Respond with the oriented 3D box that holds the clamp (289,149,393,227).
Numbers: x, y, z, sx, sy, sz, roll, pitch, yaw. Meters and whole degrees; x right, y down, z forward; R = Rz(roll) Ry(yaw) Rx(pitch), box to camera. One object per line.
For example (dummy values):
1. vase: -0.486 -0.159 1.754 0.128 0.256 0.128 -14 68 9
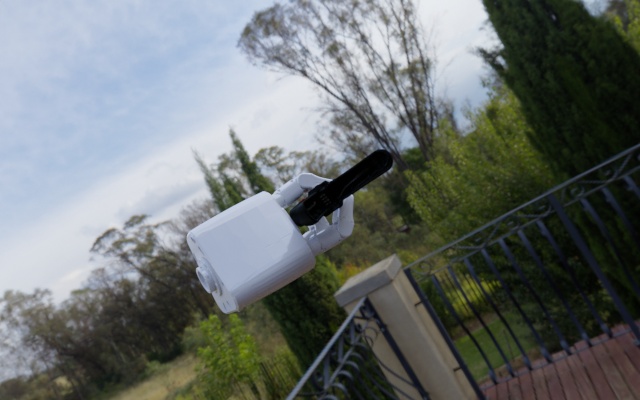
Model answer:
1. clamp: 0.000 0.001 0.538 0.120 0.039 0.171 -29 -4 -28
